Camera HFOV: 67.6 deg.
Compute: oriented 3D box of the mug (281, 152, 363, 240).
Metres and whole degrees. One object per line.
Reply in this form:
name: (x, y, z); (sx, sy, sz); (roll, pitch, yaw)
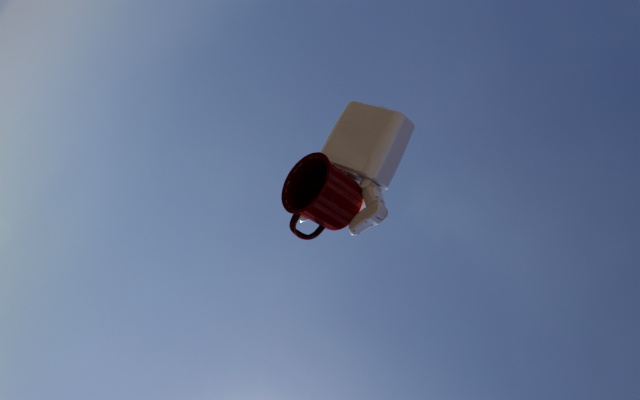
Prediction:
mug: (0.000, 0.004, 0.672); (0.081, 0.117, 0.093); (32, -6, -37)
